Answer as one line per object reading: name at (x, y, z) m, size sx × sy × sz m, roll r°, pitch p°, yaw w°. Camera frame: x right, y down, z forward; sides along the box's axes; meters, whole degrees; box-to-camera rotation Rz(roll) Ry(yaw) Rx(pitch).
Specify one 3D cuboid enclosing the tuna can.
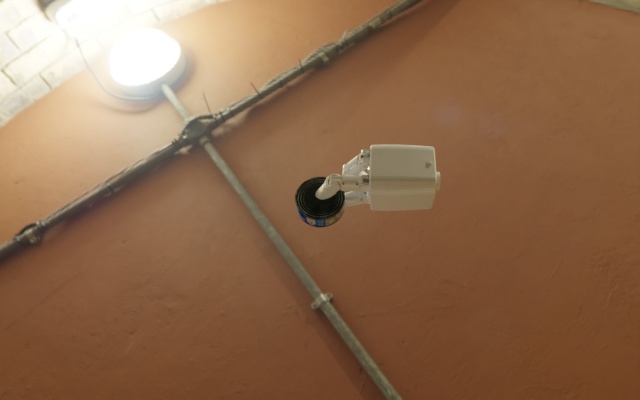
tuna can at (0.000, 0.003, 0.824) m, size 0.086 × 0.086 × 0.034 m, roll 0°, pitch -32°, yaw 4°
